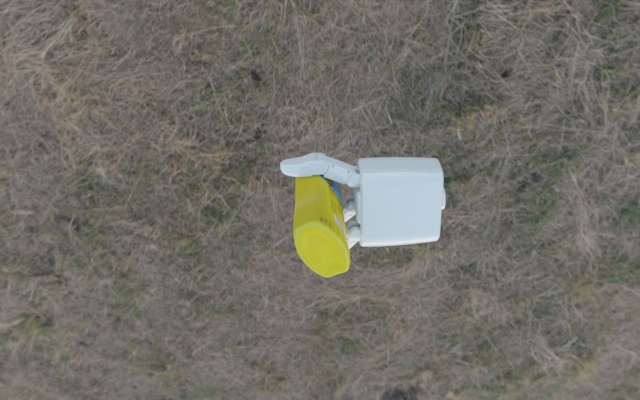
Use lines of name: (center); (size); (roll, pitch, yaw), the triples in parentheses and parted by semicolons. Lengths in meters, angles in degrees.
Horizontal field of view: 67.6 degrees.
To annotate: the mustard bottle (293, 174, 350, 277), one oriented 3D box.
mustard bottle: (0.000, 0.002, 0.636); (0.058, 0.096, 0.191); (-22, 36, 15)
